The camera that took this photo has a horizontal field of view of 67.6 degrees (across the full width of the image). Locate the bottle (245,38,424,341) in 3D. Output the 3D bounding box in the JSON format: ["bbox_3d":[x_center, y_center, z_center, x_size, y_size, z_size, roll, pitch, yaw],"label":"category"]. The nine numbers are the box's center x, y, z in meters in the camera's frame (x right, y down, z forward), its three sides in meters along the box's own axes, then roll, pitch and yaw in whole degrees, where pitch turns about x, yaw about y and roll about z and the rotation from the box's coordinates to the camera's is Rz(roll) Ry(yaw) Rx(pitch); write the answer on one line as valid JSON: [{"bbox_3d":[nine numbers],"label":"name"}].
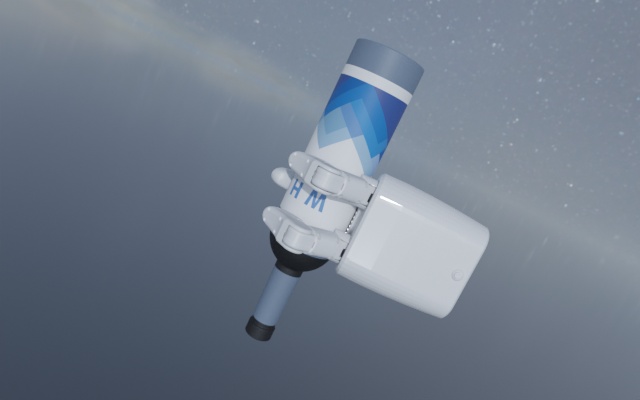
[{"bbox_3d":[0.000,0.001,0.450,0.069,0.296,0.069,25,10,-5],"label":"bottle"}]
